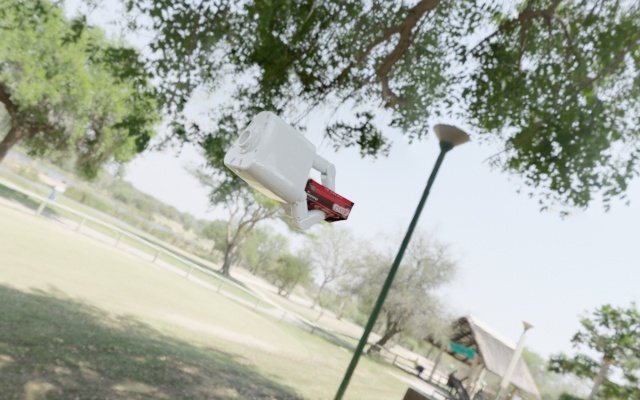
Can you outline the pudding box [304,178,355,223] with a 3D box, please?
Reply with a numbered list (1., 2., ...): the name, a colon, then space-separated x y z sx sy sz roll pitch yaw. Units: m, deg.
1. pudding box: 0.000 0.003 0.845 0.090 0.039 0.113 30 -10 -10
